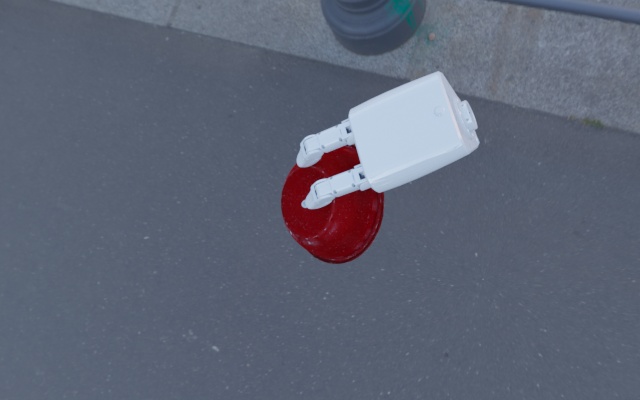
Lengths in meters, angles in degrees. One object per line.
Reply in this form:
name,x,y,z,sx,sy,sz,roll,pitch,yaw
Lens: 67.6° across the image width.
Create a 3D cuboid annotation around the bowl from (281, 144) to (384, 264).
bowl,-0.001,0.003,0.610,0.162,0.162,0.055,0,-1,42
